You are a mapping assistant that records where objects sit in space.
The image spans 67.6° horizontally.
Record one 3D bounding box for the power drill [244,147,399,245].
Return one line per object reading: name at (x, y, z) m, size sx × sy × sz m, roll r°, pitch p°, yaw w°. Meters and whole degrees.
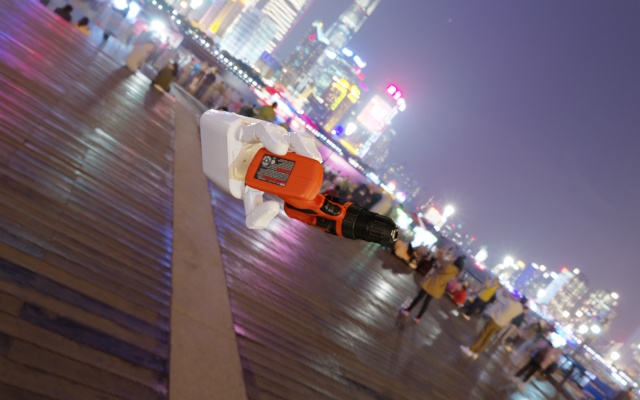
power drill at (0.000, 0.002, 0.640) m, size 0.184 × 0.057 × 0.188 m, roll 14°, pitch -16°, yaw 29°
